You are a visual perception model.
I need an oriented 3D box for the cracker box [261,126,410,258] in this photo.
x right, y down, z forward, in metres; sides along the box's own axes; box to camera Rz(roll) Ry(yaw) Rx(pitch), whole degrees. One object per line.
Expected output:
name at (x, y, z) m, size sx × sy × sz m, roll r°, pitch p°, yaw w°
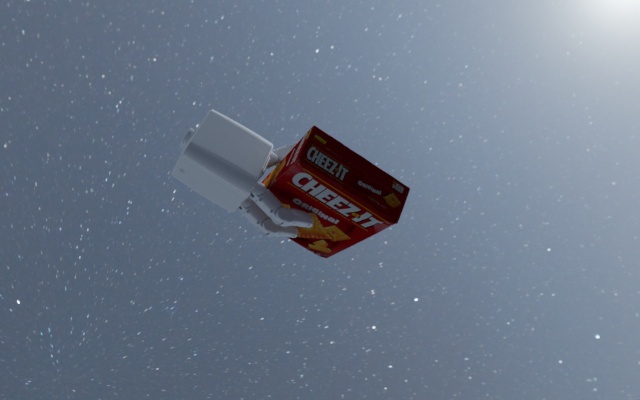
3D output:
cracker box at (0.000, 0.002, 0.715) m, size 0.164 × 0.072 × 0.214 m, roll 31°, pitch -30°, yaw -14°
